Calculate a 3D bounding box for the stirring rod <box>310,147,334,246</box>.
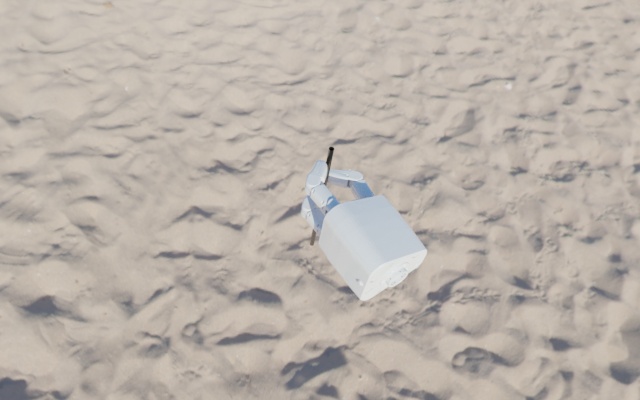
[{"bbox_3d":[0.000,0.003,0.763,0.011,0.011,0.240,0,-39,-9],"label":"stirring rod"}]
